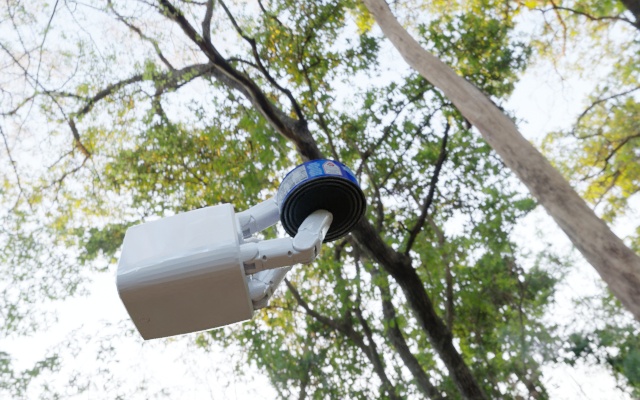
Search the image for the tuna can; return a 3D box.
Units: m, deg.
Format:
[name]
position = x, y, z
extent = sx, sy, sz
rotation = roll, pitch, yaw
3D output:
[tuna can]
position = 0.000, 0.001, 0.476
extent = 0.086, 0.086, 0.033
rotation = 0, 39, -15
